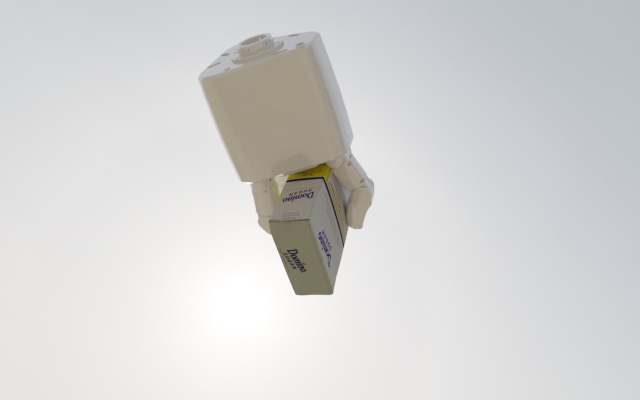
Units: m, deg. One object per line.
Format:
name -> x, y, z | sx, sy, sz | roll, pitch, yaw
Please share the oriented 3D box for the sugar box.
sugar box -> 0.000, 0.001, 0.489 | 0.048, 0.093, 0.176 | -3, 35, 20
